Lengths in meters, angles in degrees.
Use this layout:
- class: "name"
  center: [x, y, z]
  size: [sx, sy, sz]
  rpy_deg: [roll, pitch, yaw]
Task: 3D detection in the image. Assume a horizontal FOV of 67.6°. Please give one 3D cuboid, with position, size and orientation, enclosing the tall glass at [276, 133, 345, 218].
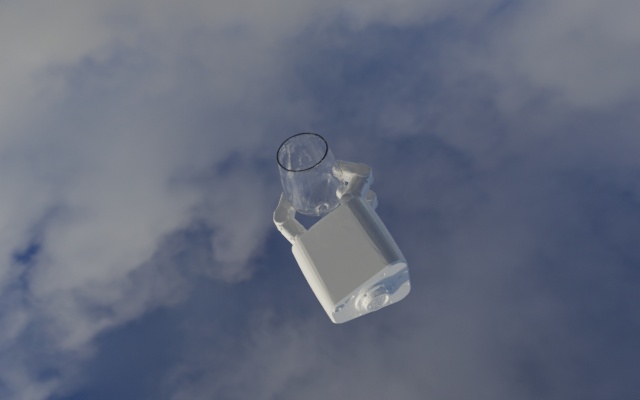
- class: "tall glass"
  center: [0.000, 0.002, 0.631]
  size: [0.079, 0.079, 0.201]
  rpy_deg: [0, -37, 16]
